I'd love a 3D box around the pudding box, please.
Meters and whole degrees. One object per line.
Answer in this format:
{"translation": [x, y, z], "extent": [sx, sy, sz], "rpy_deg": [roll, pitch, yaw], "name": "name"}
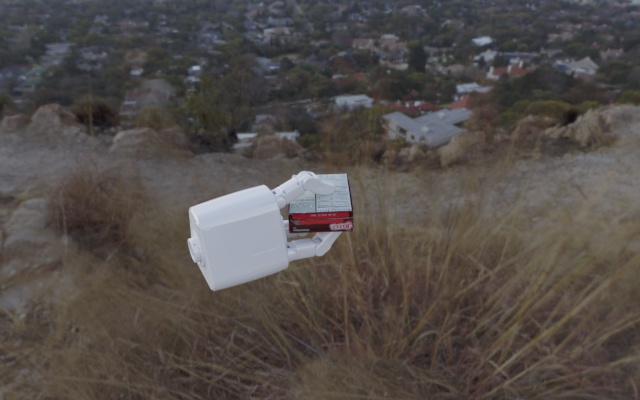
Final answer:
{"translation": [0.000, 0.002, 0.689], "extent": [0.090, 0.039, 0.113], "rpy_deg": [-1, 33, 0], "name": "pudding box"}
